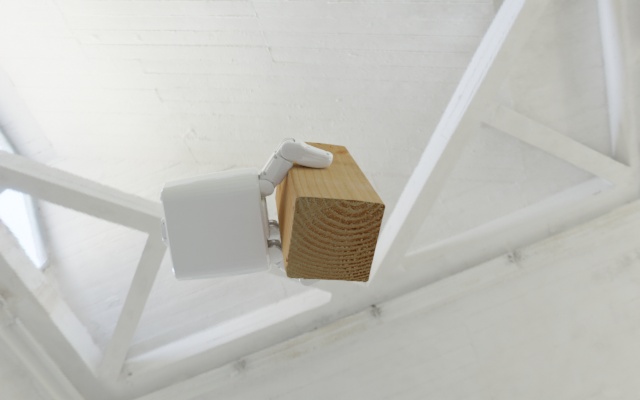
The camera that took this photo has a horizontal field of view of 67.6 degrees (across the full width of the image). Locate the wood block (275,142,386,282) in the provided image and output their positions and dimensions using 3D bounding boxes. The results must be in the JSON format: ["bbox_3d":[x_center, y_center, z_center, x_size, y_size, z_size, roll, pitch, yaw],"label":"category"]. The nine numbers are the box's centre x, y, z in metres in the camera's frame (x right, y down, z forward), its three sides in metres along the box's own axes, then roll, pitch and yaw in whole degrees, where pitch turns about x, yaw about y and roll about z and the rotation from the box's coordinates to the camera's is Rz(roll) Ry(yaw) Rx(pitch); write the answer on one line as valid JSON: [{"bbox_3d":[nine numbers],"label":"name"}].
[{"bbox_3d":[0.000,0.001,0.562,0.090,0.091,0.206,5,22,-11],"label":"wood block"}]
